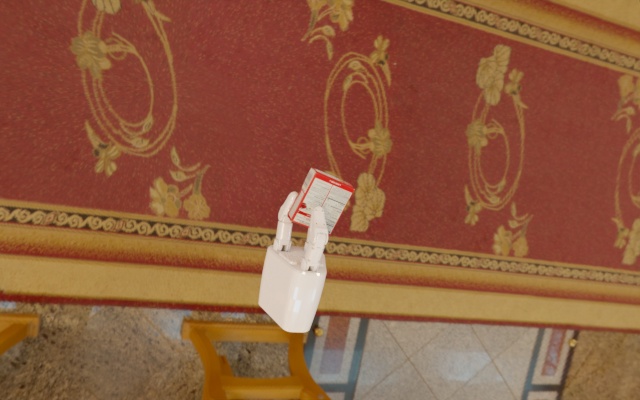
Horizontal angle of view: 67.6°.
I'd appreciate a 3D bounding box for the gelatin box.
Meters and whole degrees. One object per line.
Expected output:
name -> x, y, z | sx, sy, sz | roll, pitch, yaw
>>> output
gelatin box -> 0.000, 0.002, 0.749 | 0.073, 0.089, 0.030 | 22, 14, -25
